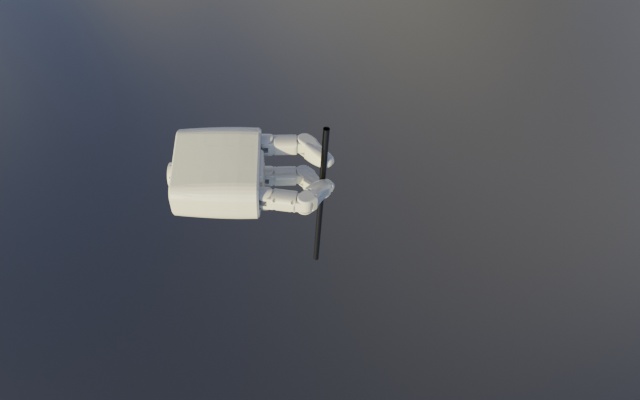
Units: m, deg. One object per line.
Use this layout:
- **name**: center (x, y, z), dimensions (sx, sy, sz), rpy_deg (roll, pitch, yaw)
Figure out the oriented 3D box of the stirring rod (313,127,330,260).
- **stirring rod**: center (0.000, 0.002, 0.634), dimensions (0.011, 0.011, 0.240), rpy_deg (2, -45, -2)
